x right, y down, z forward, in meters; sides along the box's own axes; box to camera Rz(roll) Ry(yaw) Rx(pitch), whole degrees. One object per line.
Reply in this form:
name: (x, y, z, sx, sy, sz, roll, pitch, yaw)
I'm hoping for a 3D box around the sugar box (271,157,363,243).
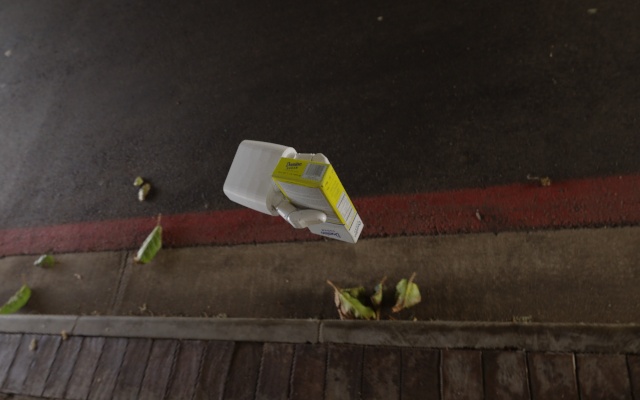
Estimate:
sugar box: (0.000, 0.002, 0.776, 0.093, 0.048, 0.176, 12, -25, 30)
